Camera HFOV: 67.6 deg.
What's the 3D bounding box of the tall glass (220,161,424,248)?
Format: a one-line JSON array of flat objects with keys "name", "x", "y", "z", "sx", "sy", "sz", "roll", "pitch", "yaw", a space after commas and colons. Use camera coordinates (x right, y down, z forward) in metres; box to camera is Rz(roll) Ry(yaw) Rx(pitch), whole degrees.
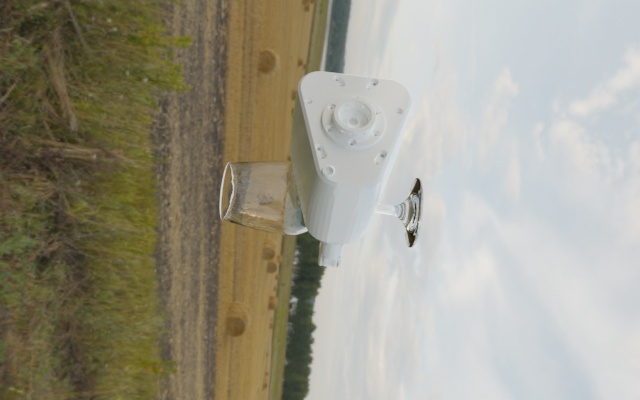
[{"name": "tall glass", "x": 0.001, "y": 0.002, "z": 0.500, "sx": 0.201, "sy": 0.079, "sz": 0.079, "roll": 6, "pitch": 0, "yaw": -1}]
